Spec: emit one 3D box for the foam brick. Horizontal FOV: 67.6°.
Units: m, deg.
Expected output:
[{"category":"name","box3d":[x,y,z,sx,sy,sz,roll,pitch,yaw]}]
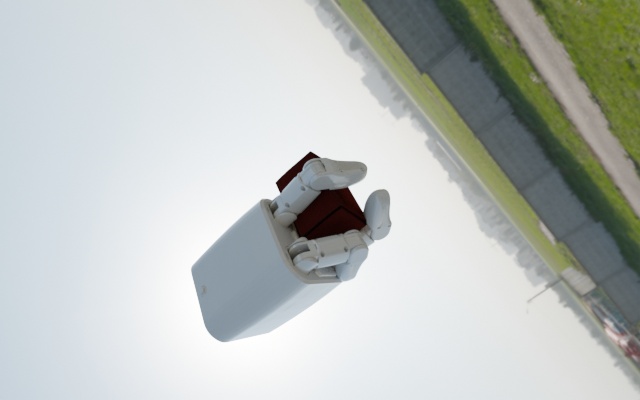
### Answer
[{"category":"foam brick","box3d":[0.000,0.001,0.466,0.051,0.078,0.053,-40,-39,16]}]
